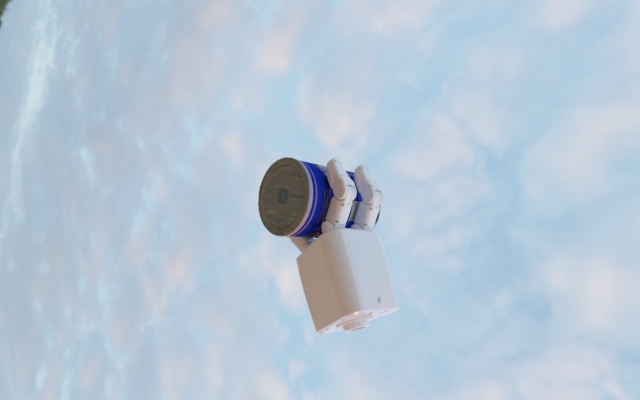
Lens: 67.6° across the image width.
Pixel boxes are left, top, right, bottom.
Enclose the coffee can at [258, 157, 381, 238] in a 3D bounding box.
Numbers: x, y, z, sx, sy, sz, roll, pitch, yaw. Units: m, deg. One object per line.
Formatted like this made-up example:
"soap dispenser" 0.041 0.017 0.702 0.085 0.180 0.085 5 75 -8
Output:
"coffee can" 0.000 0.002 0.659 0.140 0.103 0.103 8 -6 -44
